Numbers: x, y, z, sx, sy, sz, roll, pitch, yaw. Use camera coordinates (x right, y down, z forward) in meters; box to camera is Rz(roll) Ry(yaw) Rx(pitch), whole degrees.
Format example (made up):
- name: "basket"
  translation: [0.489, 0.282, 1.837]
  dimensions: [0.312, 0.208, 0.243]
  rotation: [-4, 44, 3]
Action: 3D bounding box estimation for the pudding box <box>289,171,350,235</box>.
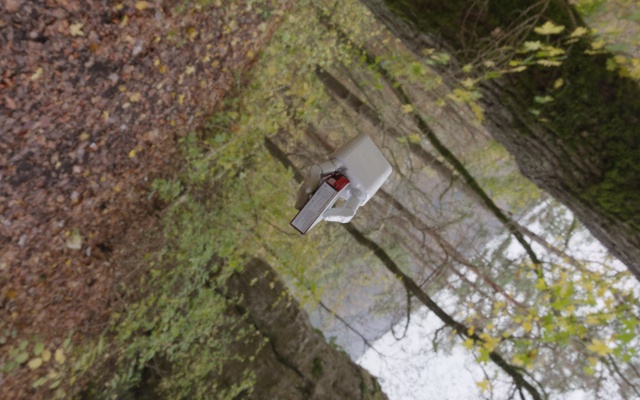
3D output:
- name: "pudding box"
  translation: [0.000, 0.003, 0.887]
  dimensions: [0.039, 0.113, 0.090]
  rotation: [39, 22, 6]
